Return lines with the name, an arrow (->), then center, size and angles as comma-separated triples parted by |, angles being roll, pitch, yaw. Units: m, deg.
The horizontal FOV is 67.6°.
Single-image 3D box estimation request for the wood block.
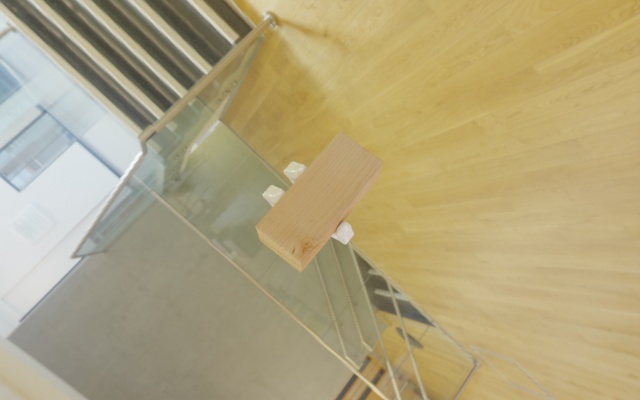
wood block -> 0.000, 0.003, 0.770 | 0.091, 0.206, 0.090 | 37, -16, 10
